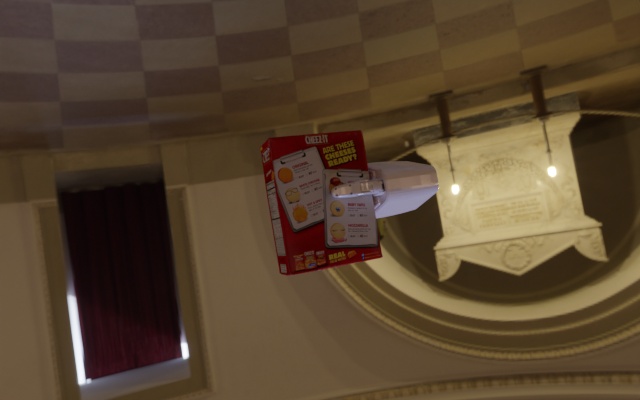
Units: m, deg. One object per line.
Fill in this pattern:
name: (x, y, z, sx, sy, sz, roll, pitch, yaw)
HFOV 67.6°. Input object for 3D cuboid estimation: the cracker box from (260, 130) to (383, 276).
cracker box: (0.000, 0.003, 0.778, 0.164, 0.213, 0.072, -8, -4, -23)
